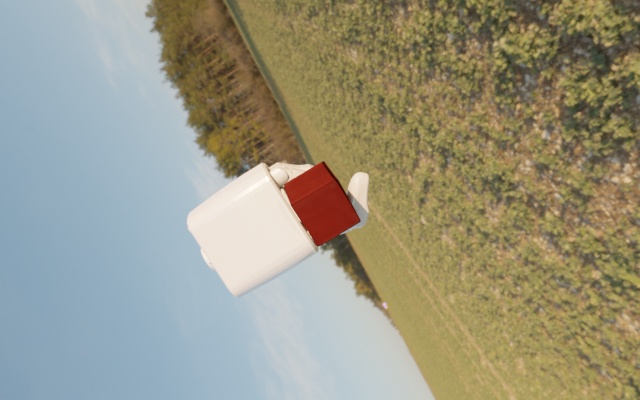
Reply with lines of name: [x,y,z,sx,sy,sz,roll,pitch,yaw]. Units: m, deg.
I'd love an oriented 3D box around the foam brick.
foam brick: [0.000,0.002,0.487,0.051,0.053,0.078,-30,19,1]
